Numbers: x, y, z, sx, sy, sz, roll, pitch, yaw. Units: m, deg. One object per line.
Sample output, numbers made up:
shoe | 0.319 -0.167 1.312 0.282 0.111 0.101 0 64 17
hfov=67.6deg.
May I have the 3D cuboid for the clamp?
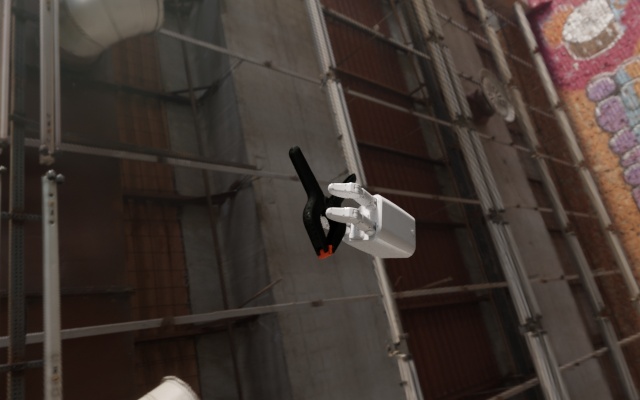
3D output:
clamp | 0.000 0.004 0.885 0.164 0.209 0.036 28 -39 -30
